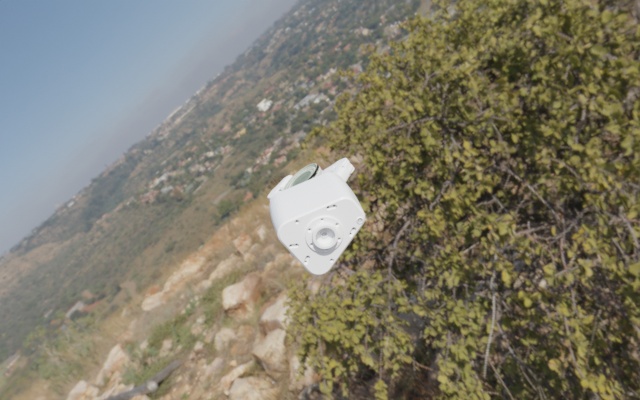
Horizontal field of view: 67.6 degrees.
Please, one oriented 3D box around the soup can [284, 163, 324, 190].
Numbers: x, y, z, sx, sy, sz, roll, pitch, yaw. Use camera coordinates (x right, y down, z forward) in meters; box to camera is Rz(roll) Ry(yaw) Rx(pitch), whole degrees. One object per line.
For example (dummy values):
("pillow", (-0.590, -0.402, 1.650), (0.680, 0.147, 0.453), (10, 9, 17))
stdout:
("soup can", (0.000, 0.002, 0.730), (0.068, 0.102, 0.068), (-35, 21, 16))
